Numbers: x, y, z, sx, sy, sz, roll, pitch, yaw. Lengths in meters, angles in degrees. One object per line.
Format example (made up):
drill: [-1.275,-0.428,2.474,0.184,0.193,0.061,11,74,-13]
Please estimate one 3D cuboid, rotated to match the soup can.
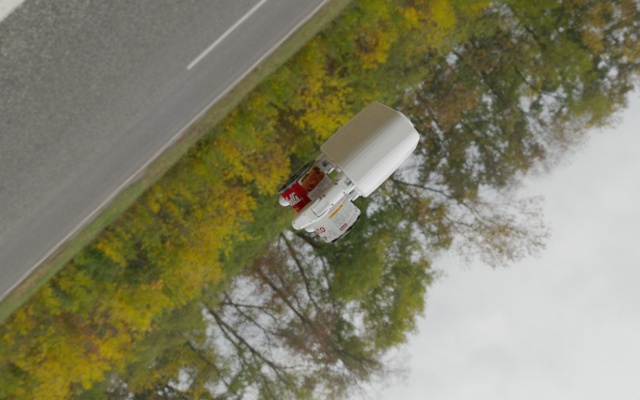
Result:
soup can: [0.000,0.003,0.670,0.068,0.102,0.068,-42,10,9]
